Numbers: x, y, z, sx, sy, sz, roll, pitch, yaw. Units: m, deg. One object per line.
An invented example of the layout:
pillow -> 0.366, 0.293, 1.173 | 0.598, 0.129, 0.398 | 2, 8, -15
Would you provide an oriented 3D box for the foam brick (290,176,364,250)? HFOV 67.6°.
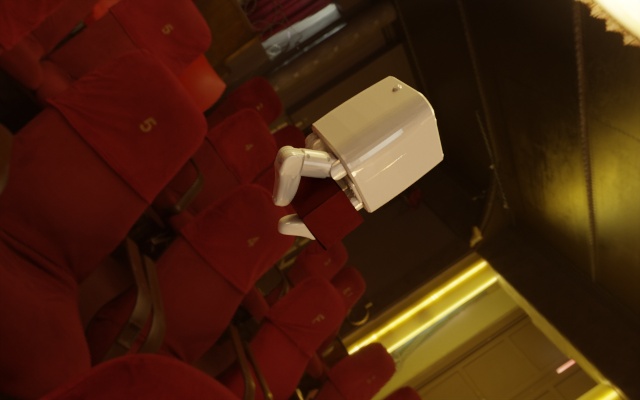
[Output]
foam brick -> 0.000, 0.002, 0.500 | 0.051, 0.053, 0.078 | -35, 37, 0
